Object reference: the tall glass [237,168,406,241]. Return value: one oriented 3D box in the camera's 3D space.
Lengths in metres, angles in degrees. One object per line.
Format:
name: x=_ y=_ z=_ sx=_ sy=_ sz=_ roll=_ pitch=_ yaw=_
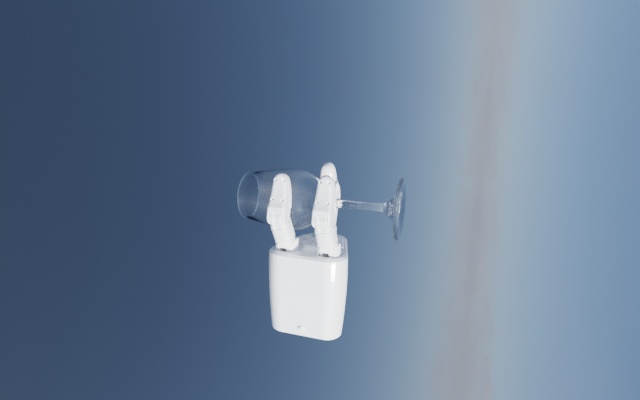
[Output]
tall glass: x=0.001 y=0.002 z=0.592 sx=0.201 sy=0.079 sz=0.079 roll=6 pitch=2 yaw=18
